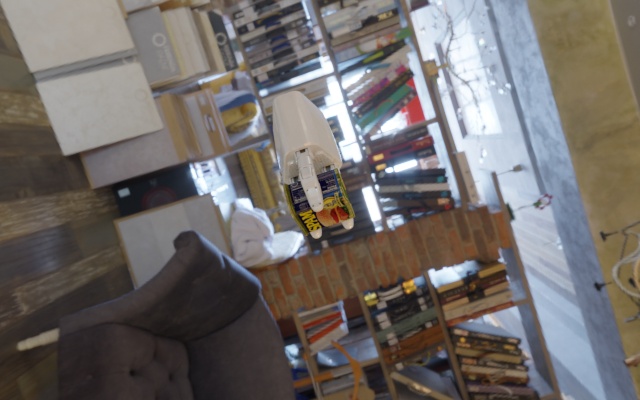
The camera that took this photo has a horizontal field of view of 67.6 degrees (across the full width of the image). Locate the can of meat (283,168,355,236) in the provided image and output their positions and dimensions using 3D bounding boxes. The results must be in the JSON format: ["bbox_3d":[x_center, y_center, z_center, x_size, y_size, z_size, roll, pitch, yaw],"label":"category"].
[{"bbox_3d":[0.000,0.002,0.720,0.084,0.057,0.102,-19,-29,5],"label":"can of meat"}]
